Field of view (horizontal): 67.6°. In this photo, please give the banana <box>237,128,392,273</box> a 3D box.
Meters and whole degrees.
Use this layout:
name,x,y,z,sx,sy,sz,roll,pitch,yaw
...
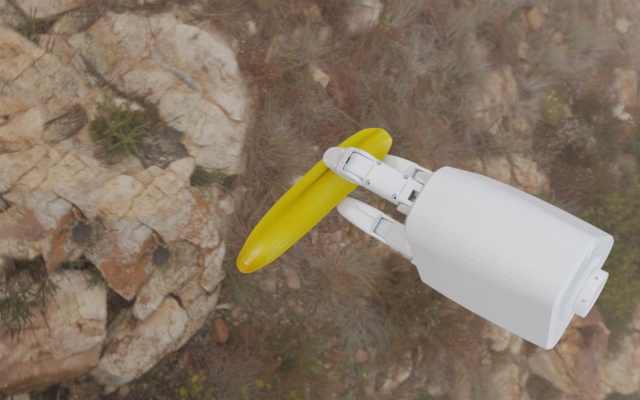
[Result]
name,x,y,z,sx,sy,sz,roll,pitch,yaw
banana,0.004,-0.008,0.424,0.197,0.037,0.070,-41,-14,-20
